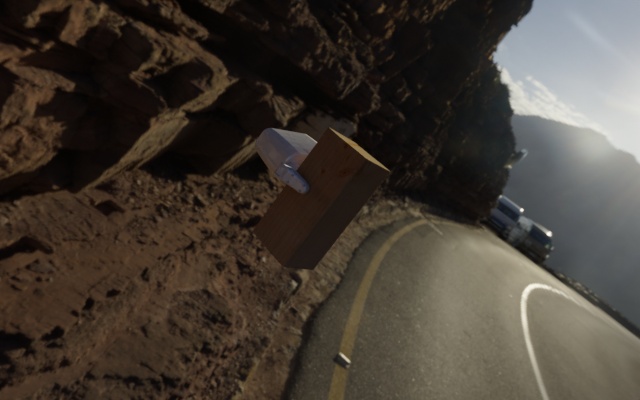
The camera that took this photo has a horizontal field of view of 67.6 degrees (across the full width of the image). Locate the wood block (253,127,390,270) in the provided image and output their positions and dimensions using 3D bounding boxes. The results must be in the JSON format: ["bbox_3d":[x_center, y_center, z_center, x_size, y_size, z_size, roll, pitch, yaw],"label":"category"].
[{"bbox_3d":[0.000,0.002,0.755,0.090,0.206,0.091,44,14,31],"label":"wood block"}]
